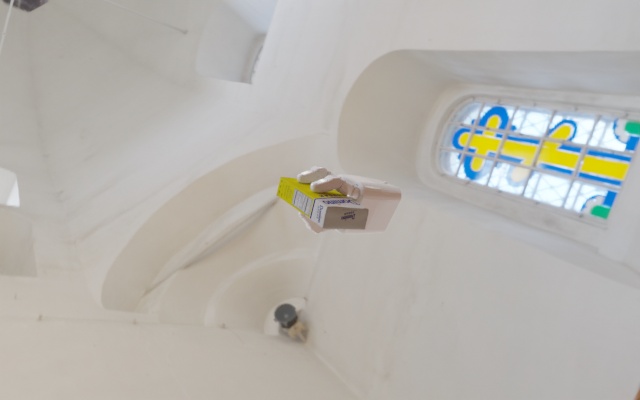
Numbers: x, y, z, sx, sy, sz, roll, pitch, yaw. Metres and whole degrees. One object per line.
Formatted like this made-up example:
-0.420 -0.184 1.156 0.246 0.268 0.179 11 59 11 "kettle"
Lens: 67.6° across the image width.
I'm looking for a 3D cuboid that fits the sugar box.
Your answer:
0.000 0.002 0.876 0.093 0.048 0.176 4 14 -35 "sugar box"
